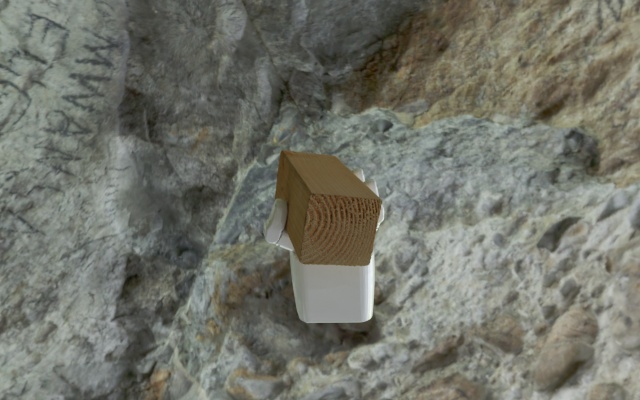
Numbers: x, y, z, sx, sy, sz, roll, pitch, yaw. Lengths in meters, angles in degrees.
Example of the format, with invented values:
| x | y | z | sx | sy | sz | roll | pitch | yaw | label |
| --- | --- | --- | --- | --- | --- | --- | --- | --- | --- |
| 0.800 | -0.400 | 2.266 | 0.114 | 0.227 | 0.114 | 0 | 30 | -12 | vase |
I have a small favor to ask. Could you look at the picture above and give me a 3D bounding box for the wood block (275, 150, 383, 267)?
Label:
| x | y | z | sx | sy | sz | roll | pitch | yaw | label |
| --- | --- | --- | --- | --- | --- | --- | --- | --- | --- |
| 0.000 | 0.002 | 0.647 | 0.091 | 0.090 | 0.206 | 4 | 18 | -16 | wood block |
